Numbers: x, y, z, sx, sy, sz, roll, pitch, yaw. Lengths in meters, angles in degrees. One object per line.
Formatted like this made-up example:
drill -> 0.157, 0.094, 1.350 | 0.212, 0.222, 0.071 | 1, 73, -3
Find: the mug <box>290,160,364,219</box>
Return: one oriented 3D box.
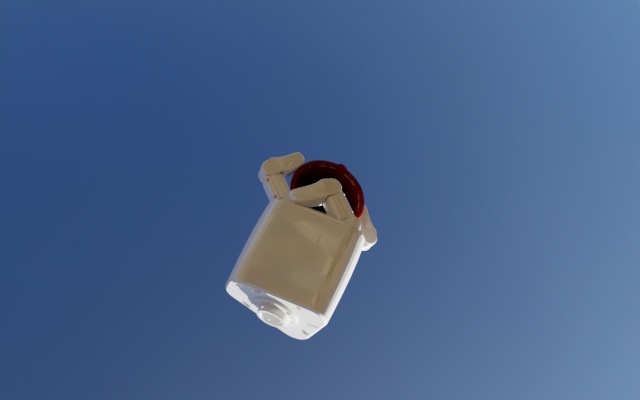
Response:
mug -> 0.000, 0.001, 0.599 | 0.093, 0.117, 0.081 | 30, -36, -4
